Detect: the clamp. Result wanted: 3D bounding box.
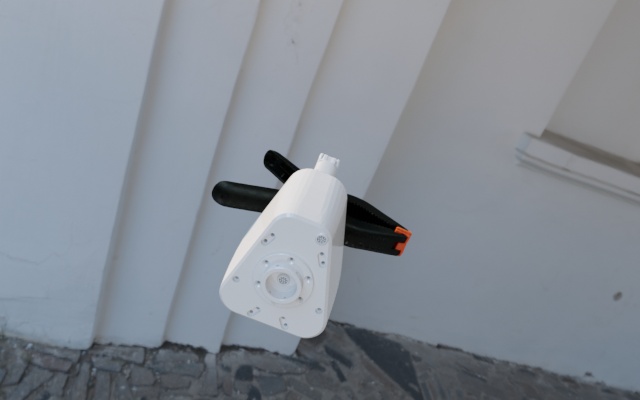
[{"bbox_3d":[0.001,0.001,0.541,0.210,0.036,0.164,22,23,-1],"label":"clamp"}]
